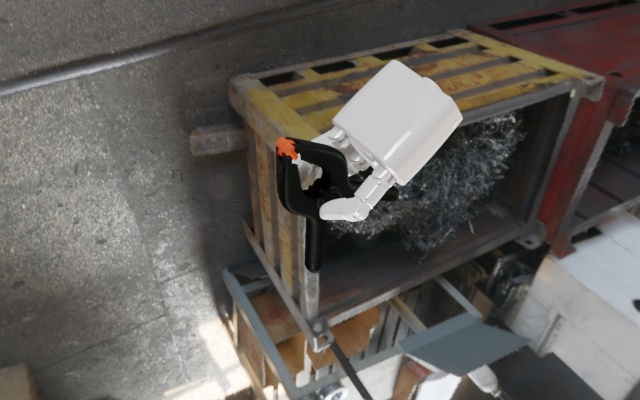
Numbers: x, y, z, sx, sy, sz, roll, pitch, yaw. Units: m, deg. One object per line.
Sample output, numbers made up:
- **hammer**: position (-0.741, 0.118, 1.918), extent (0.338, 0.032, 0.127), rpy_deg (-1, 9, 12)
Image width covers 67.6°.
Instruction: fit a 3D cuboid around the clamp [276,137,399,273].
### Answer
- **clamp**: position (0.000, 0.002, 0.594), extent (0.036, 0.164, 0.210), rpy_deg (44, 2, 43)
